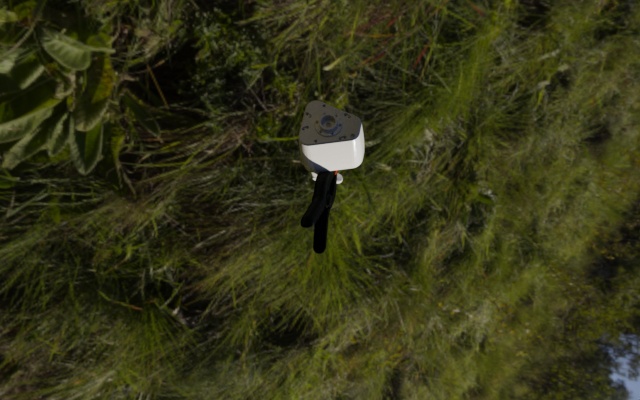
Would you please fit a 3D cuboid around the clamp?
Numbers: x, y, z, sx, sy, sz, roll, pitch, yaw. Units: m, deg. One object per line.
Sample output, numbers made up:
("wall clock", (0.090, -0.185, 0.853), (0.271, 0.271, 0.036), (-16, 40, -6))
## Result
("clamp", (0.001, 0.003, 0.890), (0.039, 0.171, 0.120), (5, -21, 11))
